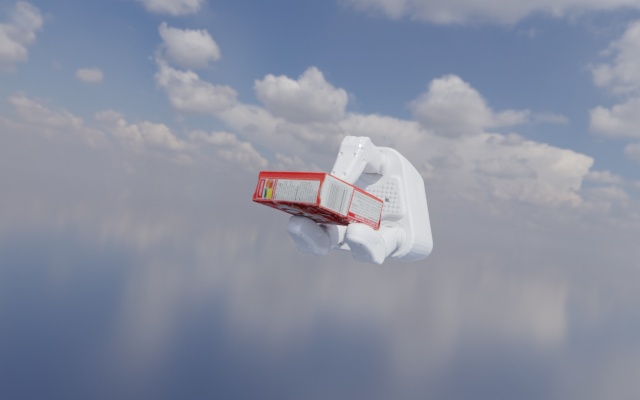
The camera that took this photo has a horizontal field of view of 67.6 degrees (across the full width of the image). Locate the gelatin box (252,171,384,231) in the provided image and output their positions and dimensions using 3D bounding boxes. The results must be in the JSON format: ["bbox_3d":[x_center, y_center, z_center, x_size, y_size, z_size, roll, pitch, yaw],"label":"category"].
[{"bbox_3d":[0.000,0.001,0.405,0.073,0.030,0.089,5,-11,39],"label":"gelatin box"}]
